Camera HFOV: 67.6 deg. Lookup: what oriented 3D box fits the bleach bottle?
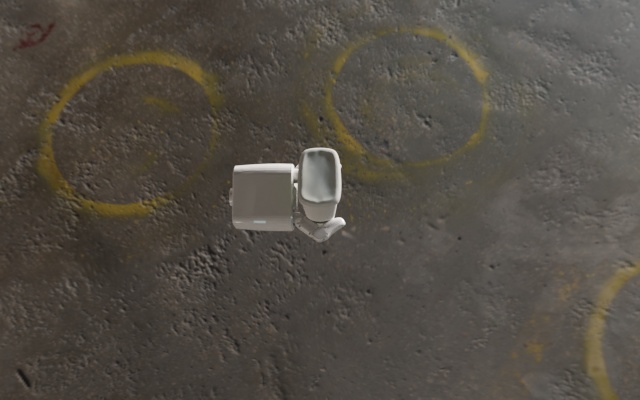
[{"bbox_3d":[0.000,0.003,0.851,0.068,0.102,0.251,0,-20,1],"label":"bleach bottle"}]
